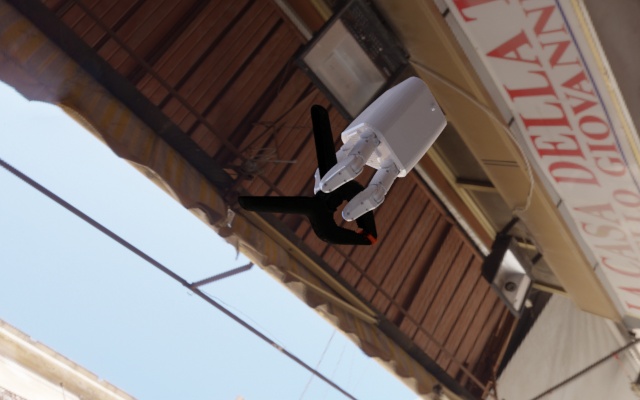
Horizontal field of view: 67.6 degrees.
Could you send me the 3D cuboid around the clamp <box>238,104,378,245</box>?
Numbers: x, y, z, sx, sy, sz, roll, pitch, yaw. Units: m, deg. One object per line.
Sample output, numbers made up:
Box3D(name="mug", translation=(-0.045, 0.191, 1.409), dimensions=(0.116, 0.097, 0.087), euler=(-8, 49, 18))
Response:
Box3D(name="clamp", translation=(0.000, 0.002, 0.642), dimensions=(0.210, 0.164, 0.036), euler=(51, -14, -28))
